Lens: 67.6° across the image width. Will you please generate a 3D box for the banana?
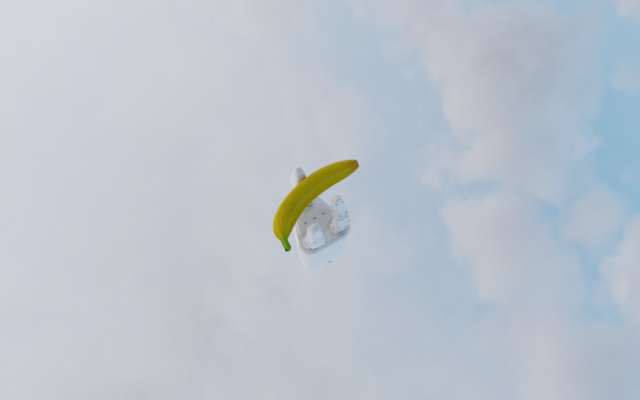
[{"bbox_3d":[-0.017,-0.003,0.764,0.069,0.197,0.037,28,-25,23],"label":"banana"}]
